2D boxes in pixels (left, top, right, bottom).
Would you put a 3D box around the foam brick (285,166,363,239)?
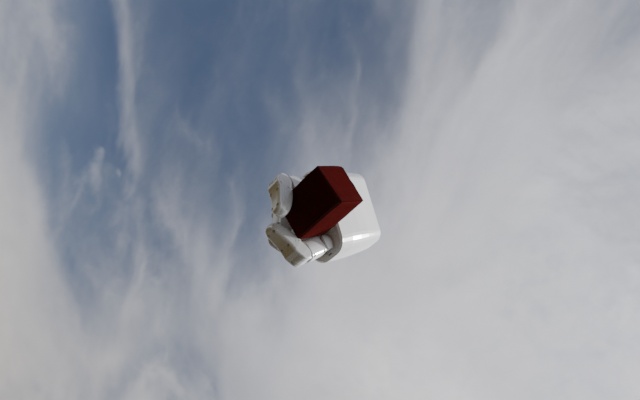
[{"bbox_3d":[0.000,0.002,0.565,0.078,0.053,0.051,-42,-22,31],"label":"foam brick"}]
